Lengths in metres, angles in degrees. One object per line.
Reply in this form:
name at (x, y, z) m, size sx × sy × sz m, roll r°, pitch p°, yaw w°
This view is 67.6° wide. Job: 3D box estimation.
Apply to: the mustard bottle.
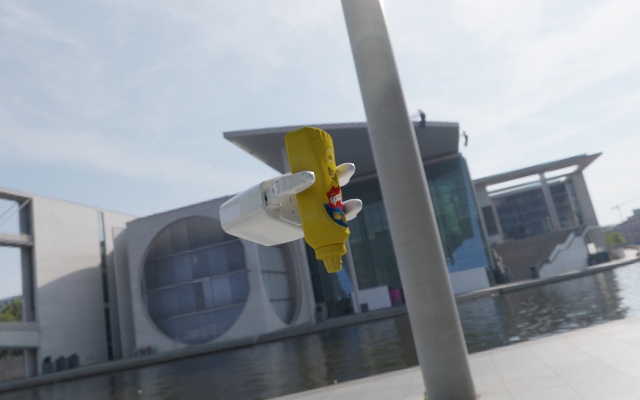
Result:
mustard bottle at (0.000, 0.002, 0.650) m, size 0.058 × 0.191 × 0.096 m, roll -15°, pitch -13°, yaw 18°
